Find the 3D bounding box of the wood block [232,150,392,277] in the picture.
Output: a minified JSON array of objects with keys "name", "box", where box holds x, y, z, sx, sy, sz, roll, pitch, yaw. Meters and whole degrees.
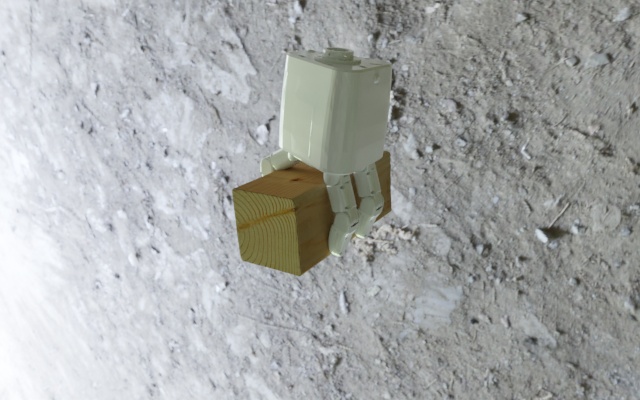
[{"name":"wood block","box":[0.000,0.002,0.588,0.091,0.090,0.206,10,24,34]}]
